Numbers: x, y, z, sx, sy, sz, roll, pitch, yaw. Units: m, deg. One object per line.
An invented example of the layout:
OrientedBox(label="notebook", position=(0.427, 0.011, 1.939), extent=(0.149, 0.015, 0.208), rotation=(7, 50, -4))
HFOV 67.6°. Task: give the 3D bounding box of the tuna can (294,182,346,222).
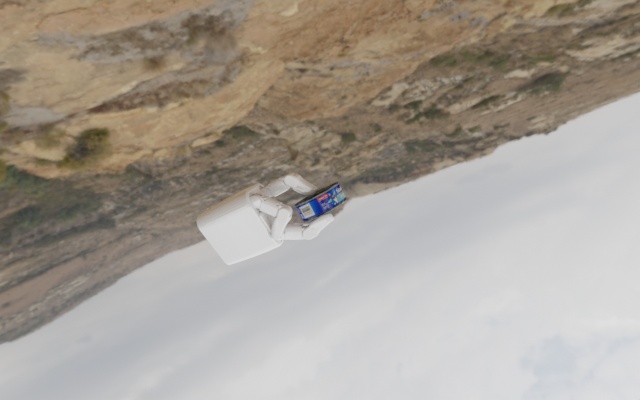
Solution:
OrientedBox(label="tuna can", position=(0.000, 0.003, 0.817), extent=(0.086, 0.034, 0.086), rotation=(-28, 5, 3))
